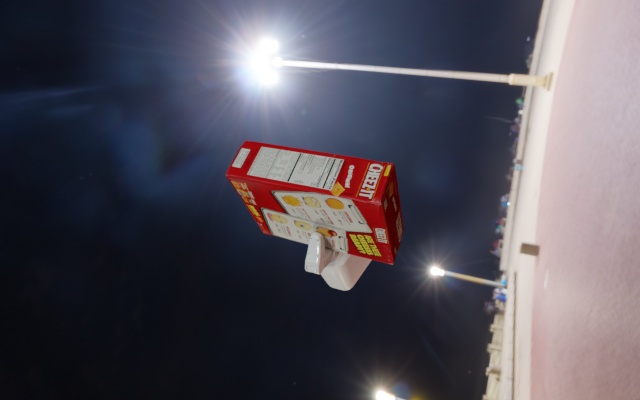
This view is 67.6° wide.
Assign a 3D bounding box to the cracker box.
[{"bbox_3d":[0.000,0.002,0.661,0.213,0.072,0.164,11,-29,21],"label":"cracker box"}]
